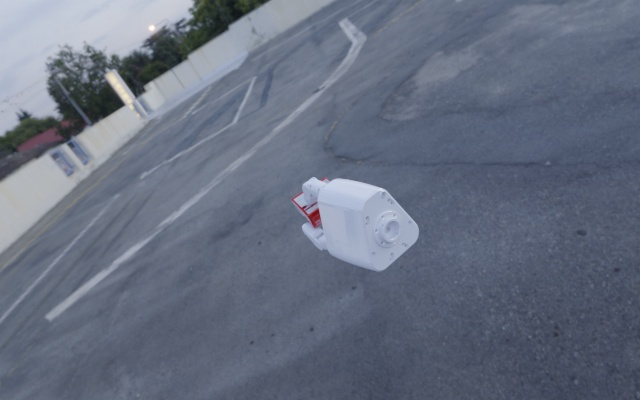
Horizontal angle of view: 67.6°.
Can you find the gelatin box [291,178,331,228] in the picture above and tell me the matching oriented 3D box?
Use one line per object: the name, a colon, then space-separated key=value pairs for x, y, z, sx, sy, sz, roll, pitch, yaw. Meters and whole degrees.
gelatin box: x=0.000 y=0.002 z=0.803 sx=0.073 sy=0.030 sz=0.089 roll=-33 pitch=27 yaw=-8
